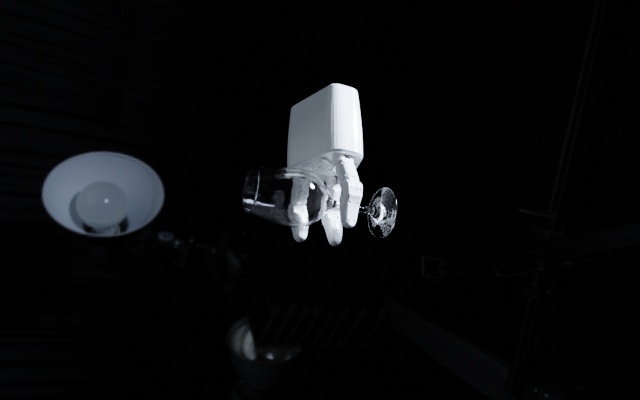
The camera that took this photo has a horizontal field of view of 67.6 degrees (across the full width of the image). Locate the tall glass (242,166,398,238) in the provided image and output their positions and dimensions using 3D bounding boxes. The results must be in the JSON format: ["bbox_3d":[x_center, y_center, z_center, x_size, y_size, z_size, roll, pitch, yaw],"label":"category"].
[{"bbox_3d":[0.001,0.002,0.643,0.201,0.079,0.079,9,-4,-26],"label":"tall glass"}]
